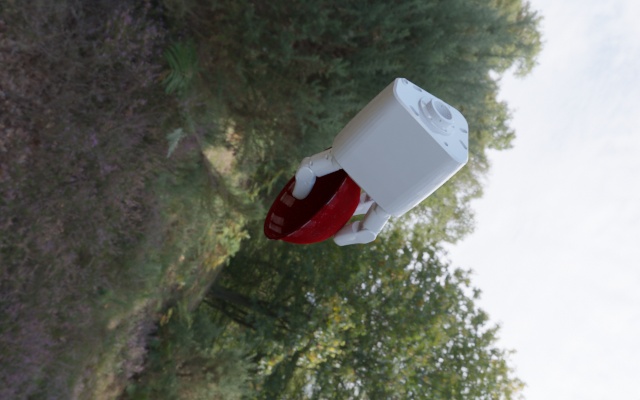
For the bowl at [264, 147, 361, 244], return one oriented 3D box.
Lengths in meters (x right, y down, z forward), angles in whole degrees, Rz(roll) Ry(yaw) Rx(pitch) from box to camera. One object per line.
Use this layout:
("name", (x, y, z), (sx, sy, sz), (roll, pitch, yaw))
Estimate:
("bowl", (0.000, 0.003, 0.628), (0.055, 0.162, 0.162), (43, -20, -22))
